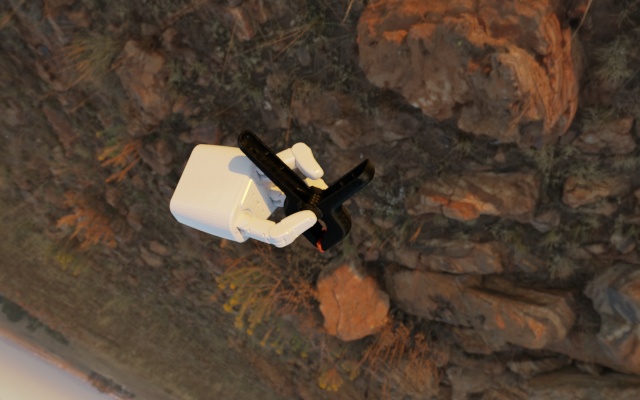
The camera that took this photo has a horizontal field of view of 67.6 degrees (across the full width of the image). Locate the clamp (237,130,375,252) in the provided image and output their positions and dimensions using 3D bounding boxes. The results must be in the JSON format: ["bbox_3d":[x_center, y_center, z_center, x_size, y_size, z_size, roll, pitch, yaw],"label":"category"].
[{"bbox_3d":[0.000,0.003,0.590,0.164,0.036,0.210,13,-33,26],"label":"clamp"}]
